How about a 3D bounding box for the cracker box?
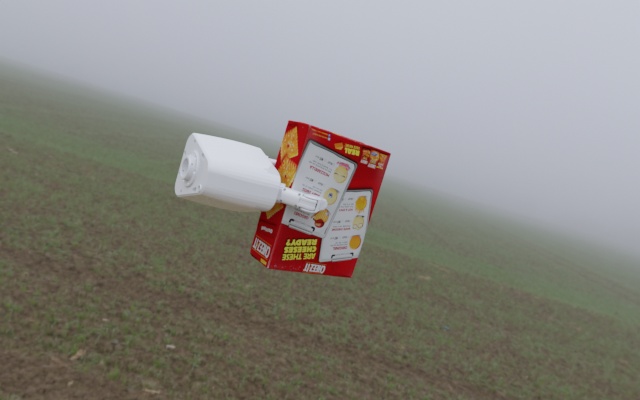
[{"bbox_3d":[0.000,0.002,0.739,0.164,0.214,0.072,13,8,-36],"label":"cracker box"}]
